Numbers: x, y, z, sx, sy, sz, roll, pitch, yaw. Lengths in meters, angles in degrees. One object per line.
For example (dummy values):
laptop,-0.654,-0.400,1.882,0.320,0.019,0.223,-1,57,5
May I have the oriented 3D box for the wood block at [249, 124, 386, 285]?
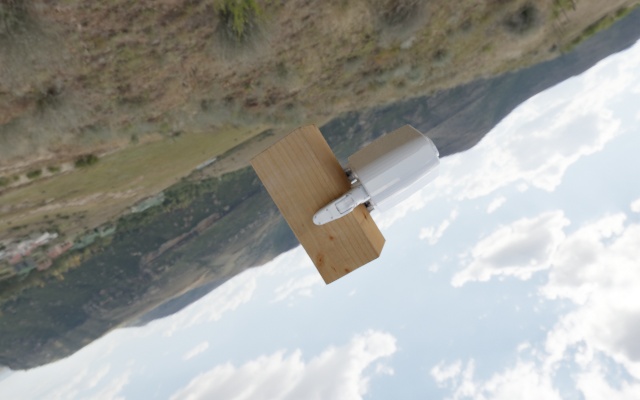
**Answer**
wood block,0.000,0.002,0.692,0.090,0.206,0.091,-31,3,18
